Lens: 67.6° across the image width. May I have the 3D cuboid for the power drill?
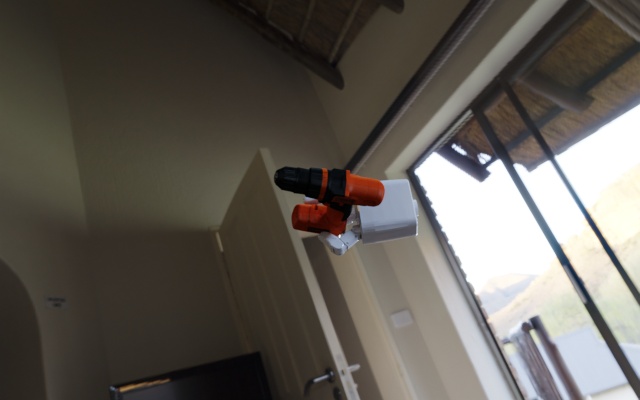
[{"bbox_3d":[0.000,0.003,0.842,0.184,0.057,0.188,10,-23,-9],"label":"power drill"}]
